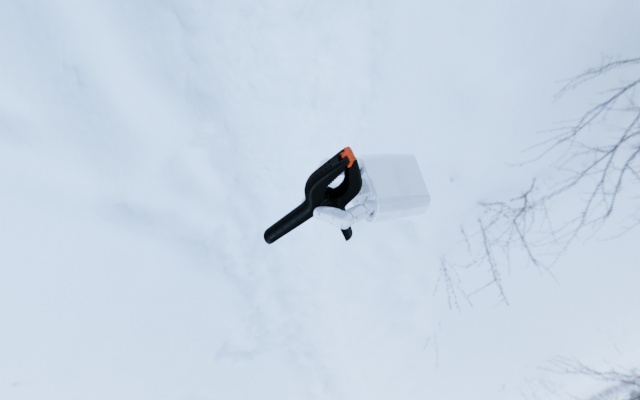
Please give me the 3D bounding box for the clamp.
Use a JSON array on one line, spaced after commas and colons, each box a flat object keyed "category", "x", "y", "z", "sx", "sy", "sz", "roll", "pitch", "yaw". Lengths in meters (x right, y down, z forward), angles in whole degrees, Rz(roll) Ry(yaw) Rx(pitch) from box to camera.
[{"category": "clamp", "x": 0.001, "y": 0.003, "z": 0.761, "sx": 0.164, "sy": 0.036, "sz": 0.210, "roll": -6, "pitch": -41, "yaw": -23}]
